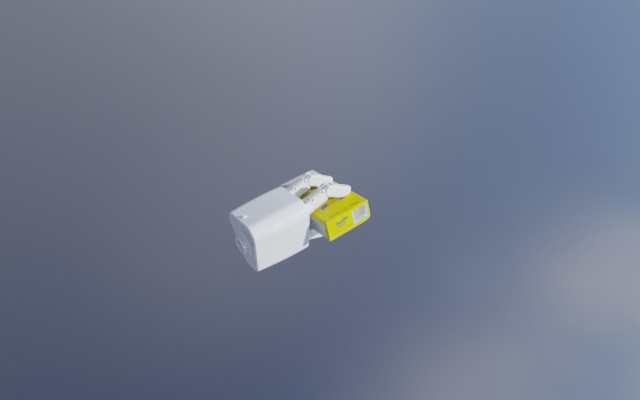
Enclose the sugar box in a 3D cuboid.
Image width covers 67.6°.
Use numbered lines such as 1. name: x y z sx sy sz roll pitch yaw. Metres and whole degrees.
1. sugar box: 0.000 0.003 0.879 0.093 0.048 0.176 -28 37 -24
